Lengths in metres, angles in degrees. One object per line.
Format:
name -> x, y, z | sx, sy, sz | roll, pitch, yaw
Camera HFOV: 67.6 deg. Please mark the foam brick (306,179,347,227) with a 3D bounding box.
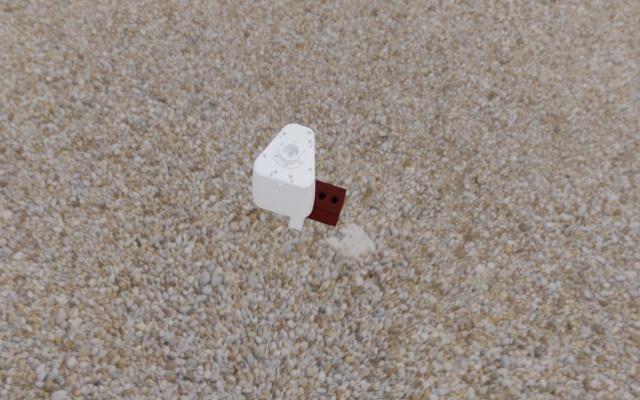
foam brick -> 0.000, 0.003, 0.820 | 0.078, 0.053, 0.051 | 17, -27, 3
